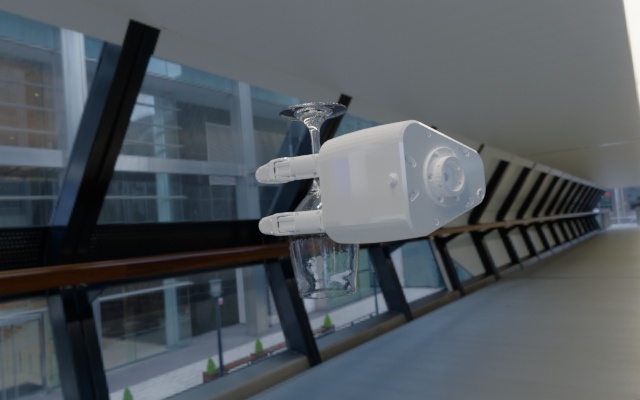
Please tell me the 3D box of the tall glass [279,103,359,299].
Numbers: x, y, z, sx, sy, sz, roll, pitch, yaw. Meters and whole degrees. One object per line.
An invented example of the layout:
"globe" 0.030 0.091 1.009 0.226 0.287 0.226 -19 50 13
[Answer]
"tall glass" 0.000 0.001 0.517 0.079 0.201 0.079 -5 -2 0
